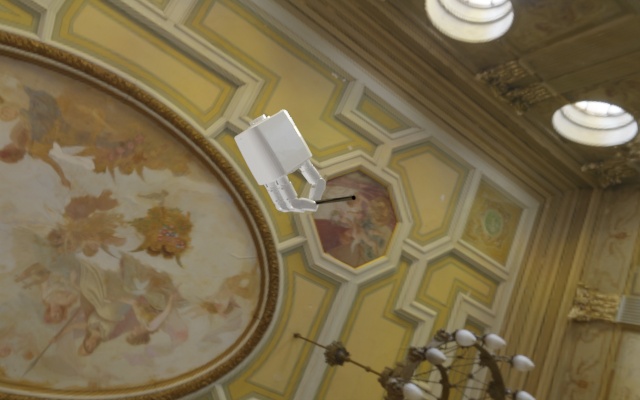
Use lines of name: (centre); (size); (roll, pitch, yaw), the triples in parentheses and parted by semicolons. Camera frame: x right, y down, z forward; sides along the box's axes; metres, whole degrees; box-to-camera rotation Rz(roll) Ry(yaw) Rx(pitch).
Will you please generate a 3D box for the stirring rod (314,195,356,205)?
stirring rod: (0.000, 0.003, 0.897); (0.011, 0.011, 0.239); (0, -4, -27)
